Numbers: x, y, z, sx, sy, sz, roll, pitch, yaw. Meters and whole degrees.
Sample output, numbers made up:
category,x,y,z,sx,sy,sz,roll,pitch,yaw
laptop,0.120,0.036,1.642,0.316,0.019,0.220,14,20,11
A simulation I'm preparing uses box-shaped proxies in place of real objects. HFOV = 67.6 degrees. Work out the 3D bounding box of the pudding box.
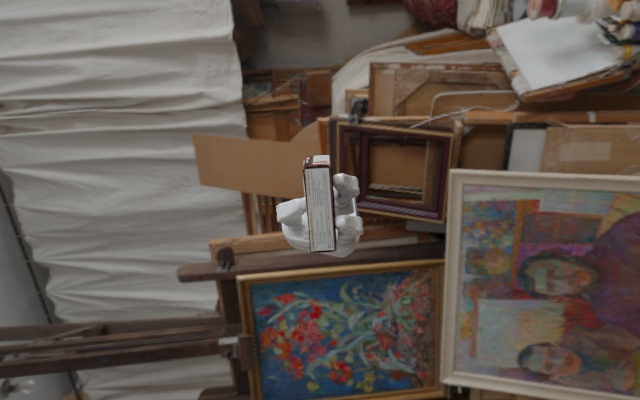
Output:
category,x,y,z,sx,sy,sz,roll,pitch,yaw
pudding box,0.000,0.002,0.625,0.039,0.113,0.090,-6,13,1
